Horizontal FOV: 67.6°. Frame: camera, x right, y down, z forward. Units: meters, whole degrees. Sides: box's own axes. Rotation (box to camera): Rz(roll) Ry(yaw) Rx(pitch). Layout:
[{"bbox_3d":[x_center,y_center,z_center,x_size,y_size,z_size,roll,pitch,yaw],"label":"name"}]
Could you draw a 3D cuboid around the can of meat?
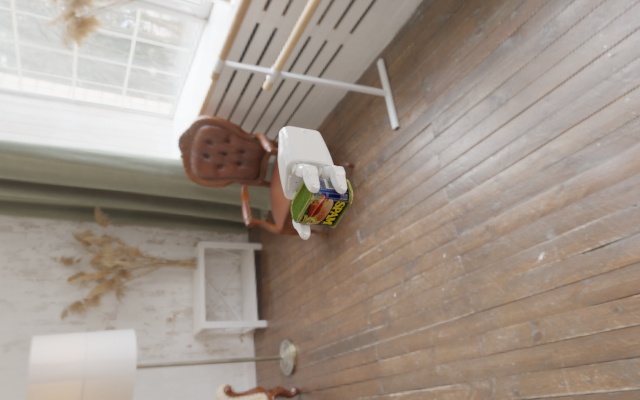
[{"bbox_3d":[0.000,0.003,0.899,0.084,0.057,0.102,6,-42,-25],"label":"can of meat"}]
